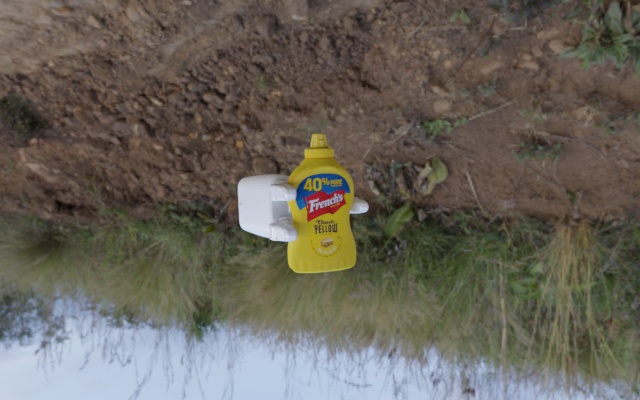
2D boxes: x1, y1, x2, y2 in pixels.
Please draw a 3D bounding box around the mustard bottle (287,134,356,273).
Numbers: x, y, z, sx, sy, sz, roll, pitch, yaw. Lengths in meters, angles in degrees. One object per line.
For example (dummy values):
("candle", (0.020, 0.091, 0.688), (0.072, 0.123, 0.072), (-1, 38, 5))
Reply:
("mustard bottle", (0.000, 0.002, 0.675), (0.096, 0.191, 0.058), (-3, 6, -15))
